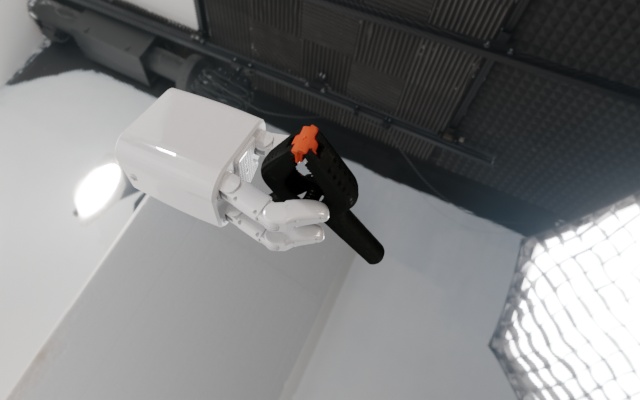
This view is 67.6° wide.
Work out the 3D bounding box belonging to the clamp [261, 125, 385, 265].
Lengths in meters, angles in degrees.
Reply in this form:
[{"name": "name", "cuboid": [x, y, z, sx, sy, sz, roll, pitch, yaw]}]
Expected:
[{"name": "clamp", "cuboid": [0.000, 0.001, 0.474, 0.164, 0.036, 0.210, 21, -25, 5]}]
